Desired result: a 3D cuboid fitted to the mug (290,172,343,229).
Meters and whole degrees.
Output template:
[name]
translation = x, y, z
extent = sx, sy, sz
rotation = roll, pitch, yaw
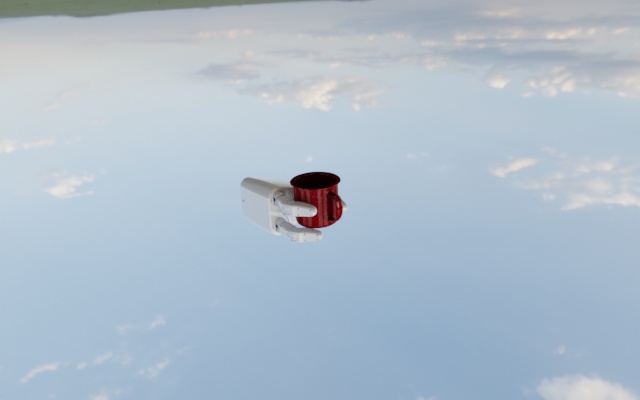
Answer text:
[mug]
translation = 0.001, 0.003, 0.877
extent = 0.093, 0.081, 0.117
rotation = -21, 29, -36
